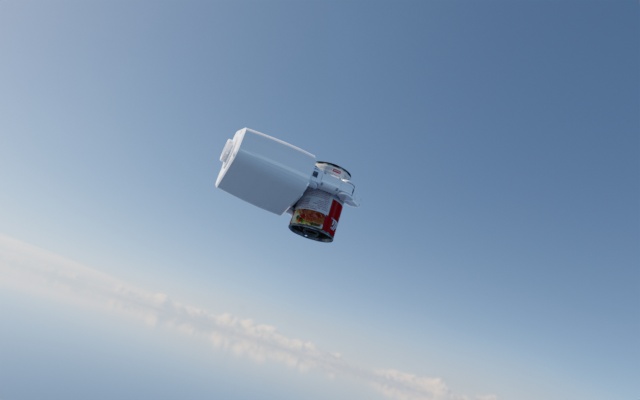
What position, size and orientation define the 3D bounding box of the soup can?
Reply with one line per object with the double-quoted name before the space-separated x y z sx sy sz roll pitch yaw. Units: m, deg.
"soup can" 0.001 0.002 0.698 0.068 0.102 0.068 16 -18 5
